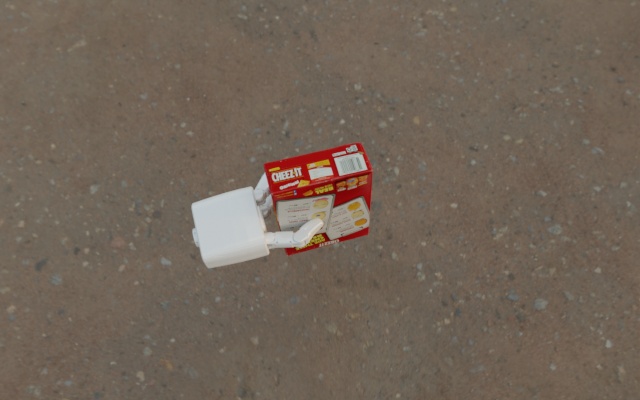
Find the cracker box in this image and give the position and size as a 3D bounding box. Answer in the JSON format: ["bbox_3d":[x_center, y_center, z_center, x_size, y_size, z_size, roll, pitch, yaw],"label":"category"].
[{"bbox_3d":[0.000,0.003,0.830,0.164,0.072,0.214,-14,-32,-5],"label":"cracker box"}]
